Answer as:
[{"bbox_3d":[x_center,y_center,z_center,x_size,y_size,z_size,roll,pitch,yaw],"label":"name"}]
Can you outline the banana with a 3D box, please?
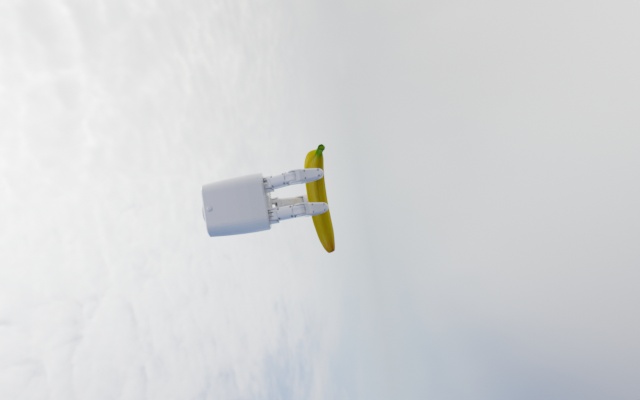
[{"bbox_3d":[-0.003,-0.006,0.847,0.037,0.198,0.069,-10,18,-7],"label":"banana"}]
